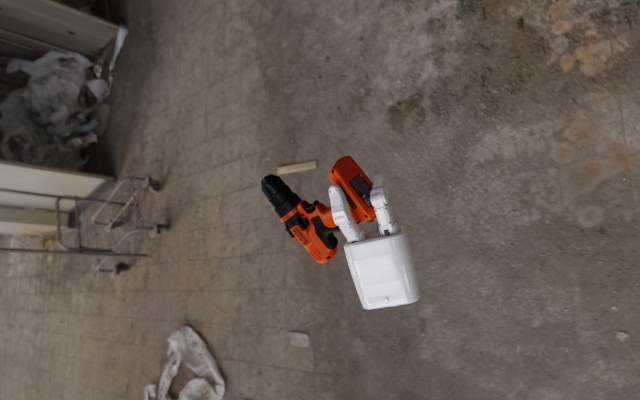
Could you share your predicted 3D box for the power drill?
[{"bbox_3d":[0.001,0.003,0.788,0.188,0.184,0.057,-35,6,47],"label":"power drill"}]
